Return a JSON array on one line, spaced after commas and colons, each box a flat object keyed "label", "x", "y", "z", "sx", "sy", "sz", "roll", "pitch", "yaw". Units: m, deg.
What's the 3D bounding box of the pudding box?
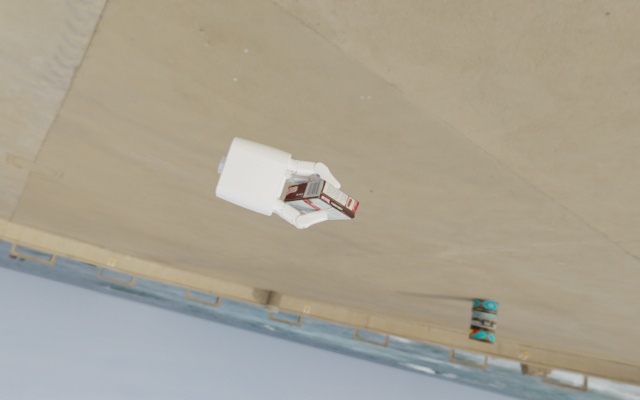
[{"label": "pudding box", "x": 0.000, "y": 0.003, "z": 0.876, "sx": 0.090, "sy": 0.039, "sz": 0.113, "roll": 31, "pitch": -20, "yaw": -31}]
